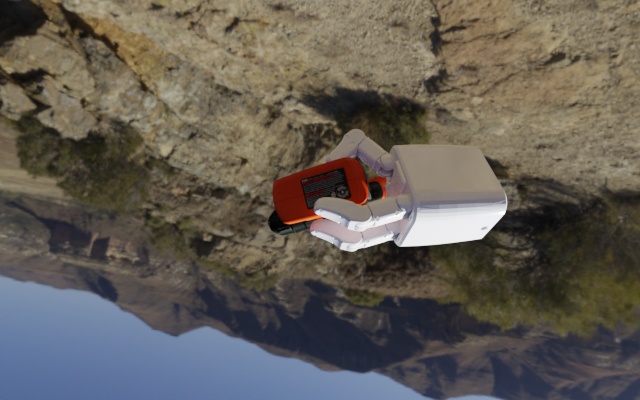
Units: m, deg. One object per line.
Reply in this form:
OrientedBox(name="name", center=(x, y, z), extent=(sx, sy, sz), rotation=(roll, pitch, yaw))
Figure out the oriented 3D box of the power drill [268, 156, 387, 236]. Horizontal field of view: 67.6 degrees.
OrientedBox(name="power drill", center=(0.000, 0.002, 0.610), extent=(0.184, 0.057, 0.187), rotation=(-18, -8, 8))
